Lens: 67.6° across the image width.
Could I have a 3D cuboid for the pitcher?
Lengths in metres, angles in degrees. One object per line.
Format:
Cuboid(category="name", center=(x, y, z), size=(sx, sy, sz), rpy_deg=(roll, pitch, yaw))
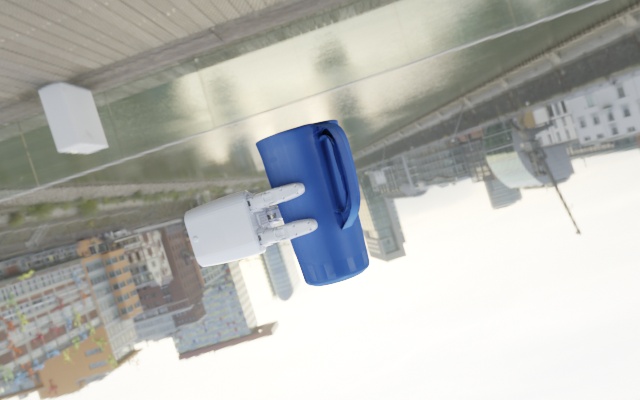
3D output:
Cuboid(category="pitcher", center=(0.000, 0.002, 0.736), size=(0.145, 0.243, 0.149), rpy_deg=(-16, 2, 10))
